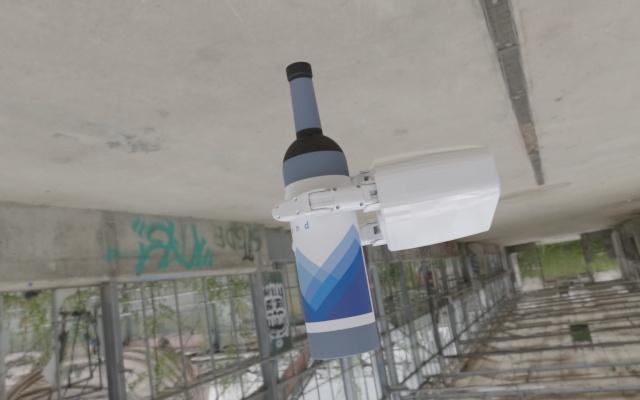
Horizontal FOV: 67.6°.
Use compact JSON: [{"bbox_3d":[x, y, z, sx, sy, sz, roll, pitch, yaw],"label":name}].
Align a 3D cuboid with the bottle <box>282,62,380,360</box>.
[{"bbox_3d":[0.000,0.002,0.480,0.069,0.295,0.069,-9,-10,-2],"label":"bottle"}]
